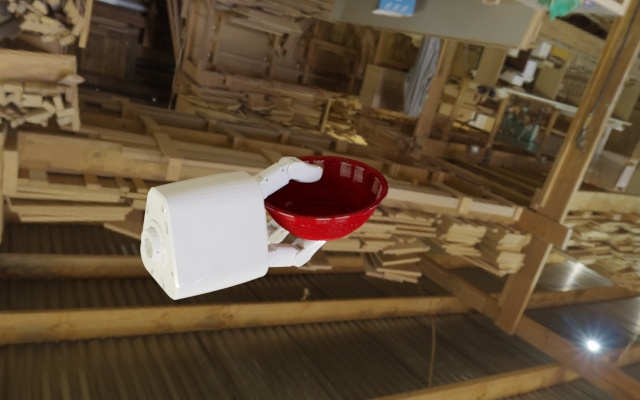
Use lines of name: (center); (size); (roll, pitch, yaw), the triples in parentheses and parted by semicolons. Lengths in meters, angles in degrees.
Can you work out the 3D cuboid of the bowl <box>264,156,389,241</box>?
bowl: (0.001, 0.002, 0.584); (0.162, 0.055, 0.162); (0, 30, 0)
